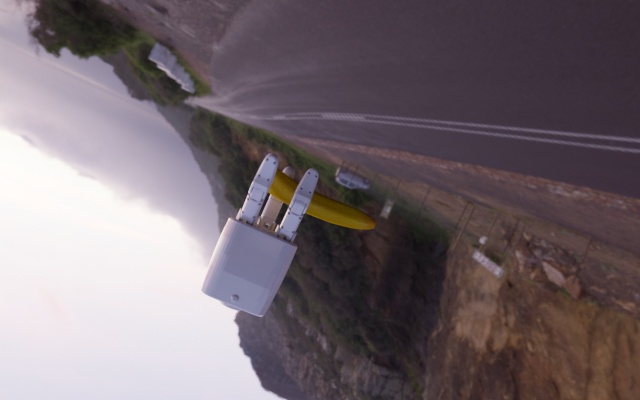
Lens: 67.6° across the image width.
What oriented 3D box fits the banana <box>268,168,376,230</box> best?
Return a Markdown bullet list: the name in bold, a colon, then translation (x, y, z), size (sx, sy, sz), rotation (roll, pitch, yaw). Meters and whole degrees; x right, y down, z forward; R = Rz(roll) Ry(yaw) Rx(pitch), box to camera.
- **banana**: translation (-0.012, 0.000, 0.684), size (0.198, 0.037, 0.069), rotation (27, -11, -27)
